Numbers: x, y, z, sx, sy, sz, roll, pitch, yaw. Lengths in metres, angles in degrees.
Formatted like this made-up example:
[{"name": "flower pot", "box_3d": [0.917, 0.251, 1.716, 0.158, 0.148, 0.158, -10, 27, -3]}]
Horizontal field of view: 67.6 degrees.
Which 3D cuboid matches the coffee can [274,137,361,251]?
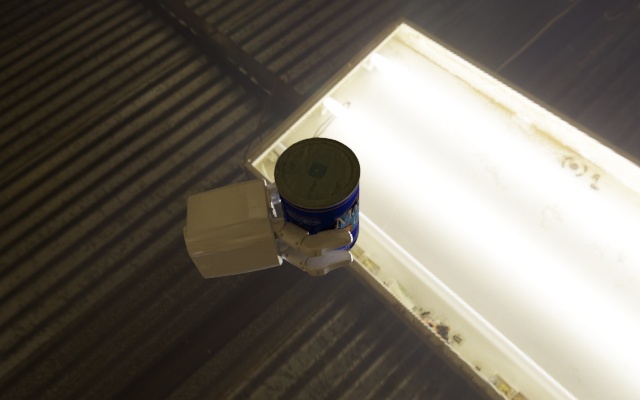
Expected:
[{"name": "coffee can", "box_3d": [0.000, 0.002, 0.618, 0.103, 0.102, 0.140, 0, -33, 4]}]
